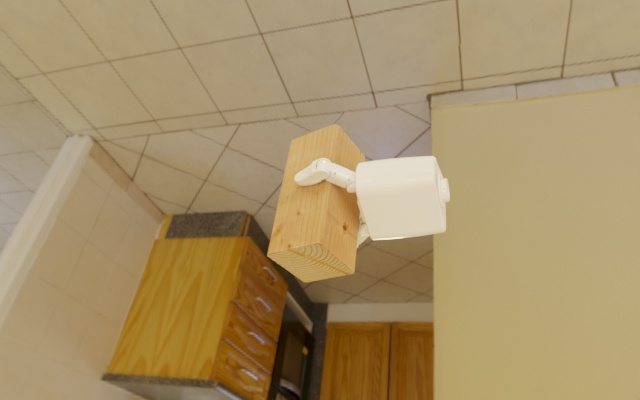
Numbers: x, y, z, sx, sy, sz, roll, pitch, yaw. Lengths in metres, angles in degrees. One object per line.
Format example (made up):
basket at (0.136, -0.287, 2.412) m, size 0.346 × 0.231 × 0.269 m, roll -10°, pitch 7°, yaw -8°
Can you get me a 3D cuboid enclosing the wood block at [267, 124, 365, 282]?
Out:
wood block at (0.000, 0.002, 0.702) m, size 0.090 × 0.206 × 0.091 m, roll -16°, pitch -41°, yaw 31°
